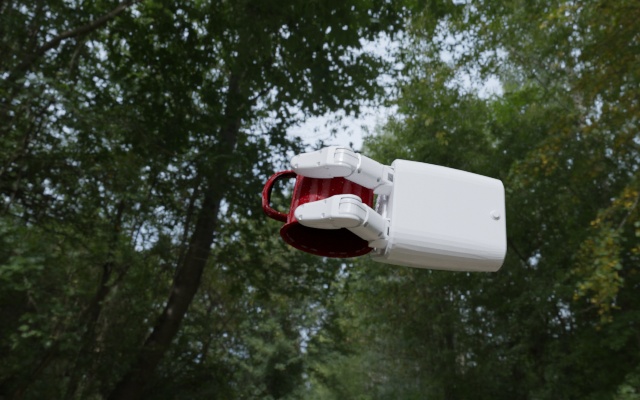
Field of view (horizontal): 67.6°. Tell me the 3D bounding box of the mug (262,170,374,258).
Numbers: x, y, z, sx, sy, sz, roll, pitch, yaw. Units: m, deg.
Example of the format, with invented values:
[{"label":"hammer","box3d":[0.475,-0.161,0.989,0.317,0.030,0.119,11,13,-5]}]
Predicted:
[{"label":"mug","box3d":[-0.001,0.001,0.481,0.117,0.081,0.093,10,-26,-2]}]
